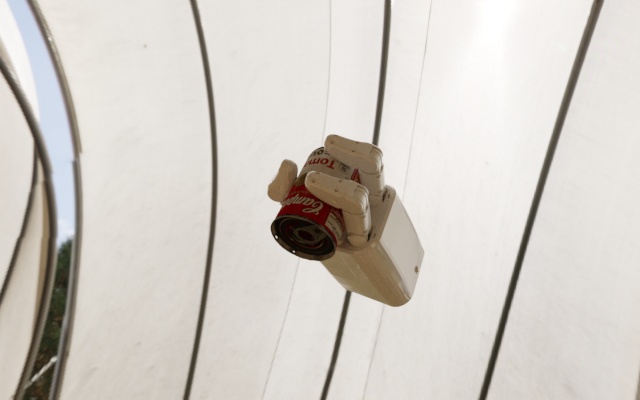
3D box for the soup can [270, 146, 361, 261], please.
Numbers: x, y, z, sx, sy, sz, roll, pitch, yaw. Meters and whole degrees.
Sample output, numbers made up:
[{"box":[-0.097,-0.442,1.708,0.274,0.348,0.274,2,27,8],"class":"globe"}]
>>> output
[{"box":[0.000,0.001,0.491,0.068,0.102,0.069,16,-37,13],"class":"soup can"}]
